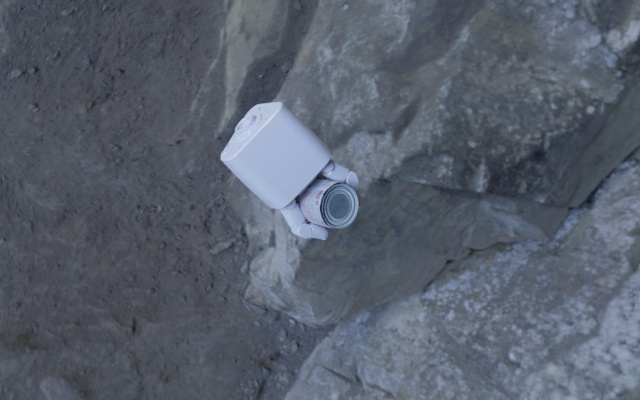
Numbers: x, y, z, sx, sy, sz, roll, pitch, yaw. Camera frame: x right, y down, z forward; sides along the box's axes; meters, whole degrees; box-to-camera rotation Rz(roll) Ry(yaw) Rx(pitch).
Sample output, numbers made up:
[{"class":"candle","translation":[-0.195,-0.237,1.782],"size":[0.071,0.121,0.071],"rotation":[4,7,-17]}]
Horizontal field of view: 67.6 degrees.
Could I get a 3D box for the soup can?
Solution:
[{"class":"soup can","translation":[0.001,0.003,0.706],"size":[0.068,0.068,0.102],"rotation":[0,6,-35]}]
